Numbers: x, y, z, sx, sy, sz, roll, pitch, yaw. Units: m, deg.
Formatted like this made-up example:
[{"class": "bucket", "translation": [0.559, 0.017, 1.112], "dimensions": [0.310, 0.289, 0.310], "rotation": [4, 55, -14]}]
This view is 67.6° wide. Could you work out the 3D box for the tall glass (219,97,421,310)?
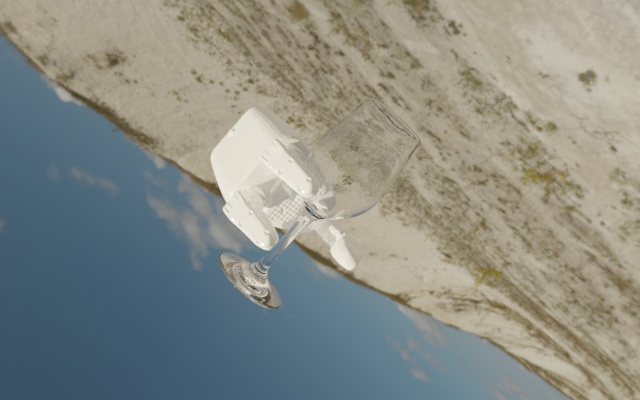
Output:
[{"class": "tall glass", "translation": [0.000, 0.002, 0.436], "dimensions": [0.079, 0.201, 0.079], "rotation": [42, 7, -6]}]
